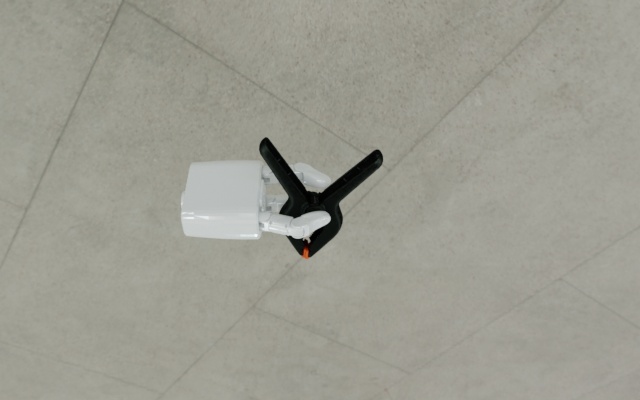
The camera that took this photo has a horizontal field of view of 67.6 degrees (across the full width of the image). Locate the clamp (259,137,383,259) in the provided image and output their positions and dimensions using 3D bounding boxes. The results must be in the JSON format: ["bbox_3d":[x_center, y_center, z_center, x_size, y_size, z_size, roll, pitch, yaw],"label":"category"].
[{"bbox_3d":[0.000,0.003,0.684,0.164,0.210,0.036,1,40,0],"label":"clamp"}]
